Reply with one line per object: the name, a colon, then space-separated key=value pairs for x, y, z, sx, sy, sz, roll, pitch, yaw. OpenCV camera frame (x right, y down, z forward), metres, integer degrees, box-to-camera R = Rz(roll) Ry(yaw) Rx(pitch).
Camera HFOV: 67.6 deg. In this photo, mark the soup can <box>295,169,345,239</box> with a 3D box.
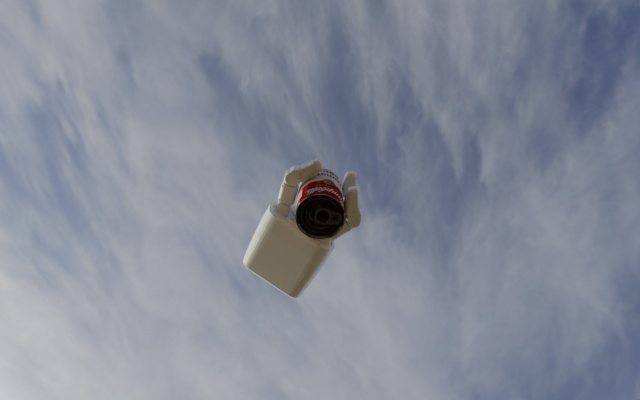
soup can: x=0.000 y=0.002 z=0.686 sx=0.068 sy=0.068 sz=0.102 roll=0 pitch=24 yaw=1
